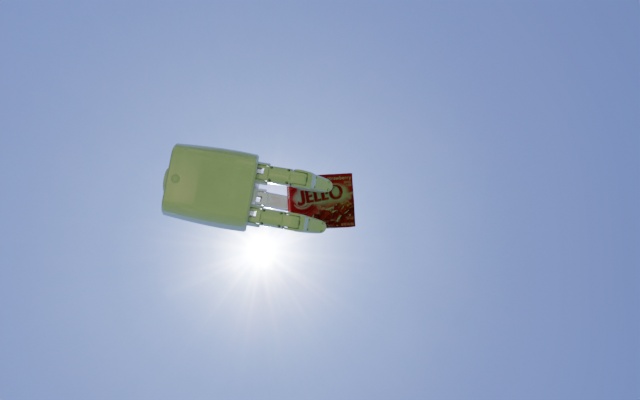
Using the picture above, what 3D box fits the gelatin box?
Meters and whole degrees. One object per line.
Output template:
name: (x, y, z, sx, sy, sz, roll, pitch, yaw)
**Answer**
gelatin box: (0.000, 0.002, 0.643, 0.089, 0.073, 0.030, -3, -3, -11)
